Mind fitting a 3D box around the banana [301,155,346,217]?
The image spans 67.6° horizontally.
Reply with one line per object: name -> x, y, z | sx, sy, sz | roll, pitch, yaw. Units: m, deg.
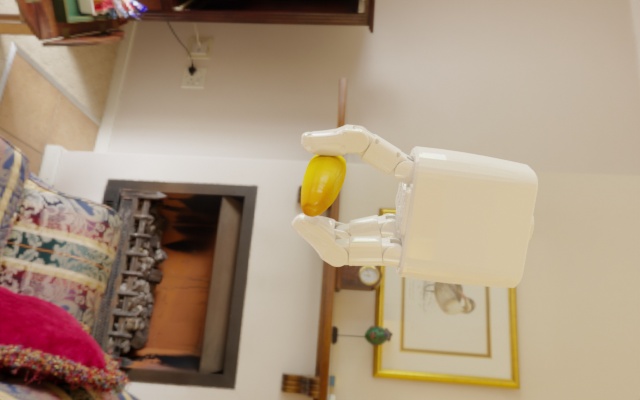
banana -> 0.004, -0.017, 0.468 | 0.037, 0.069, 0.198 | 13, -2, 1
